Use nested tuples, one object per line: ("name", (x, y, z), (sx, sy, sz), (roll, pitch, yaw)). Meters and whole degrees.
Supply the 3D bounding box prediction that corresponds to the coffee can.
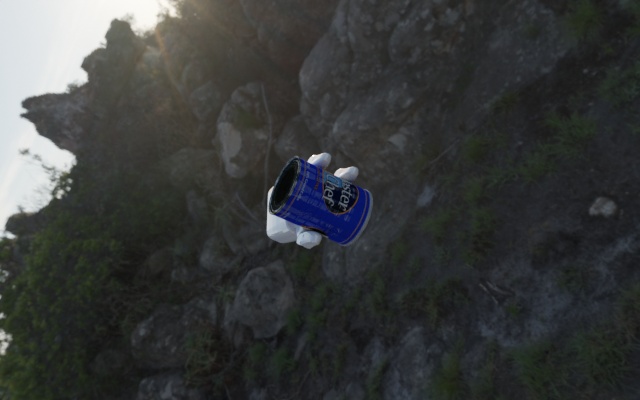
("coffee can", (0.000, 0.003, 0.783), (0.140, 0.103, 0.103), (25, -9, -21))
